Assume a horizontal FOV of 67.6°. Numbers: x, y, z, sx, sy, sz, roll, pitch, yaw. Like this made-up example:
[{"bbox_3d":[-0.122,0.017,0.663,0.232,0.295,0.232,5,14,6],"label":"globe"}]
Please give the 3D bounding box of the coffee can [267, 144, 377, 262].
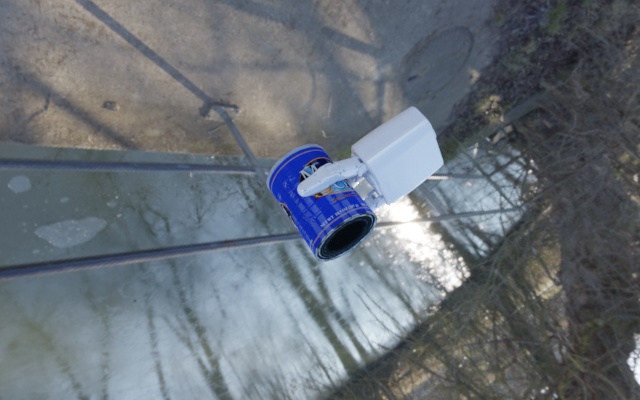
[{"bbox_3d":[0.000,0.002,0.692,0.103,0.140,0.103,-28,-28,-16],"label":"coffee can"}]
